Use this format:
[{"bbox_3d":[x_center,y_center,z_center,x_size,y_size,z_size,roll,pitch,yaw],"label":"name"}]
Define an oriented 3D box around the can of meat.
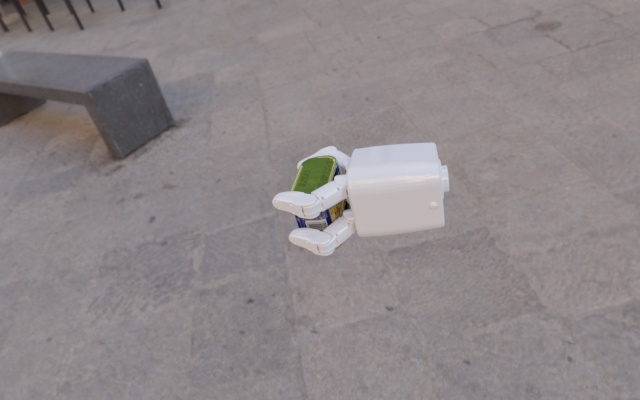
[{"bbox_3d":[0.000,0.002,0.626,0.057,0.084,0.102,-3,39,16],"label":"can of meat"}]
